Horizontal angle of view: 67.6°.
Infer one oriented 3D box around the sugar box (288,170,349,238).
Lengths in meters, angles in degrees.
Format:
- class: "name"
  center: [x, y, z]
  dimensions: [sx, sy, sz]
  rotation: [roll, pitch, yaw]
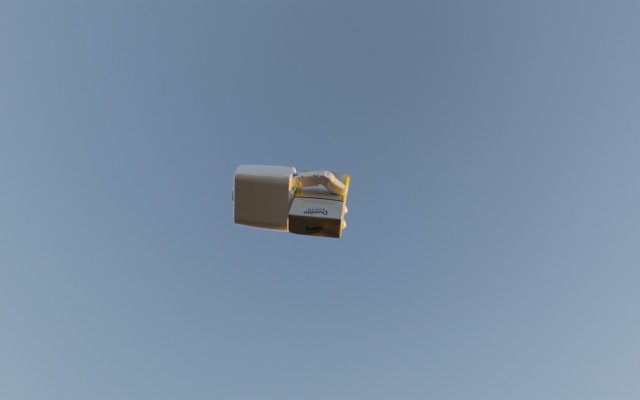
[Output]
- class: "sugar box"
  center: [0.000, 0.003, 0.877]
  dimensions: [0.093, 0.048, 0.176]
  rotation: [6, 31, 6]
